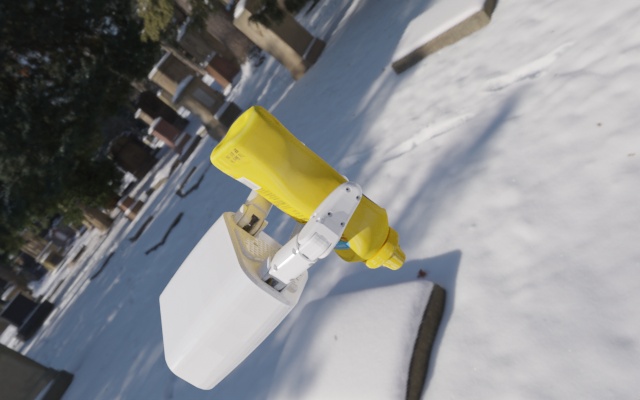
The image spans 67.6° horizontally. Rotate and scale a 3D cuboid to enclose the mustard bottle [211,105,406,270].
[{"bbox_3d":[0.000,0.001,0.409,0.192,0.058,0.096,38,-14,-17],"label":"mustard bottle"}]
